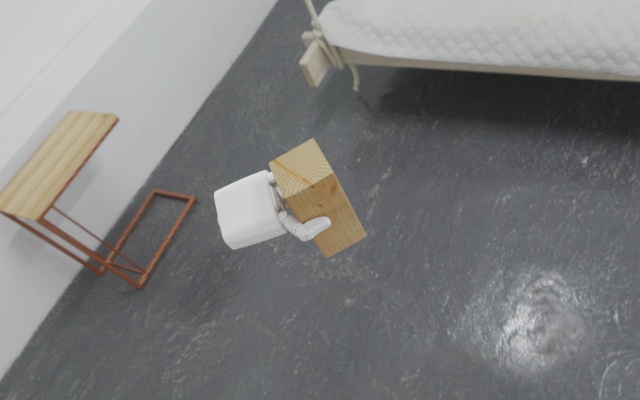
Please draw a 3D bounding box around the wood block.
[{"bbox_3d":[0.000,0.003,0.845,0.090,0.090,0.206,-29,-39,2],"label":"wood block"}]
